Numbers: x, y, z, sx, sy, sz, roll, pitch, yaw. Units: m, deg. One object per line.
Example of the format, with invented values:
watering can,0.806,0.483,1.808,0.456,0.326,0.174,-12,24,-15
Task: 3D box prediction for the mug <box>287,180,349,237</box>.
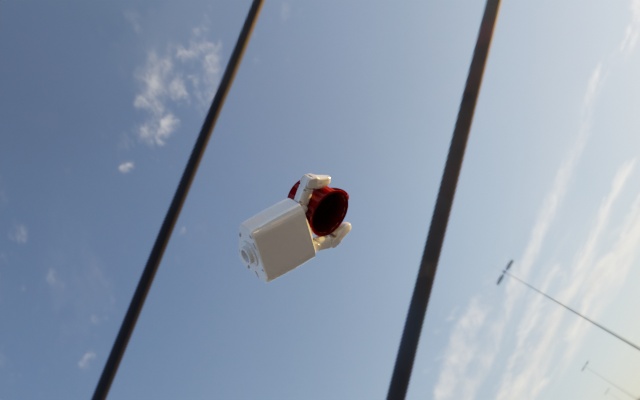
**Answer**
mug,0.001,0.002,0.895,0.117,0.093,0.081,-27,42,-33
